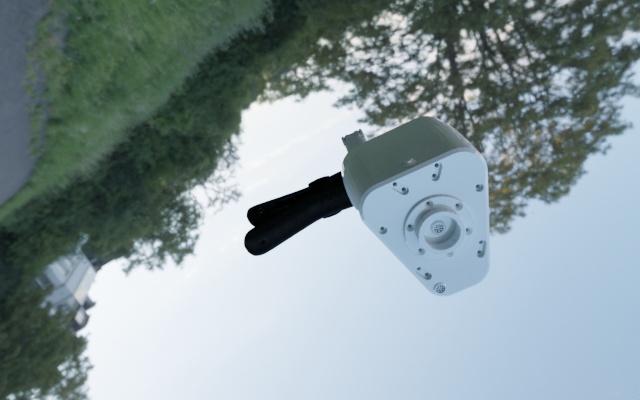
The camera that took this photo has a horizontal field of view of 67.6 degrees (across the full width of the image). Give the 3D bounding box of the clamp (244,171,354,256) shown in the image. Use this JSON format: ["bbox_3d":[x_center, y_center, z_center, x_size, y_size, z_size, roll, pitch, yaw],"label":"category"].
[{"bbox_3d":[0.000,0.002,0.456,0.171,0.039,0.120,-24,19,7],"label":"clamp"}]
